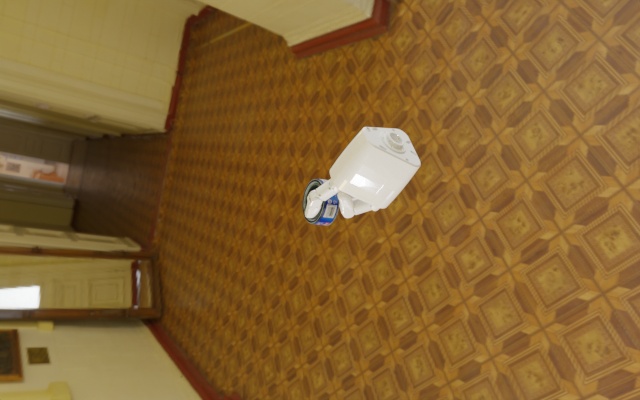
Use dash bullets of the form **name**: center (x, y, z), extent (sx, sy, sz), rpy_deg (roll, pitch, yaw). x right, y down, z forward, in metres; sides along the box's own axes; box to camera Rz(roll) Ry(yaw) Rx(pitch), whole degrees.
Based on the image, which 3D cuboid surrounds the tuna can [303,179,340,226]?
- **tuna can**: center (0.000, 0.003, 0.887), extent (0.034, 0.086, 0.086), rpy_deg (6, -3, -30)
